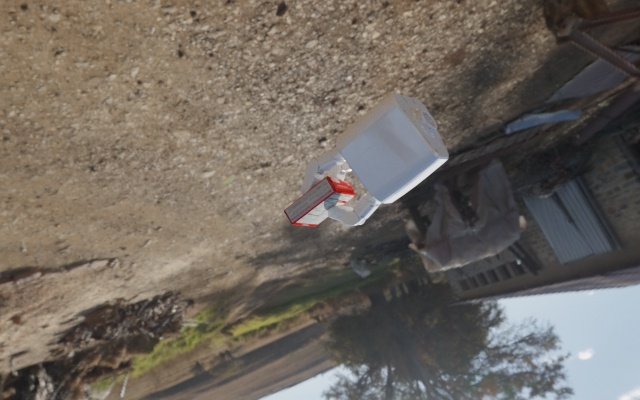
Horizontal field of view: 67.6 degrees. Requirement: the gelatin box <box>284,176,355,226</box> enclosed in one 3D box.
[{"bbox_3d":[0.000,0.003,0.715,0.089,0.030,0.073,-38,-20,19],"label":"gelatin box"}]
